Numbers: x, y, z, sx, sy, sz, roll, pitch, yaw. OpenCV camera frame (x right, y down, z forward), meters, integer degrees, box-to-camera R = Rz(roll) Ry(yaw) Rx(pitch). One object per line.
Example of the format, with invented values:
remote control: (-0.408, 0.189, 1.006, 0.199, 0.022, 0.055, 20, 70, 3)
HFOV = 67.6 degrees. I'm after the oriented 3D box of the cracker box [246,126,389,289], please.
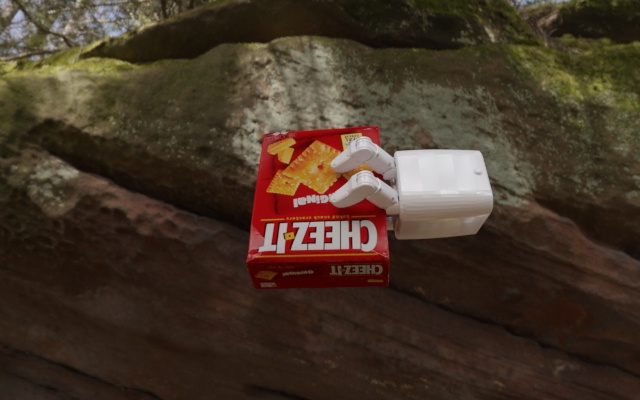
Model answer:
cracker box: (0.000, 0.002, 0.613, 0.164, 0.213, 0.072, -2, -39, 5)
